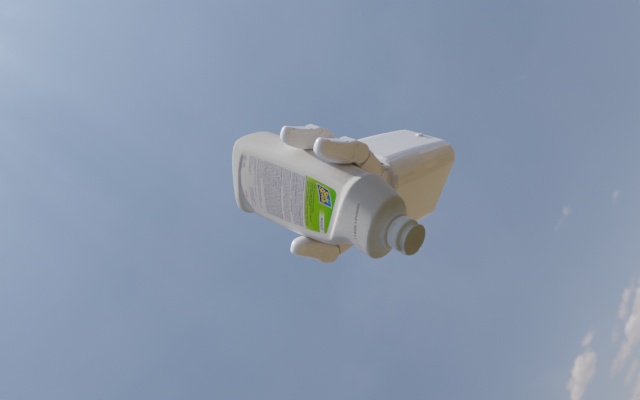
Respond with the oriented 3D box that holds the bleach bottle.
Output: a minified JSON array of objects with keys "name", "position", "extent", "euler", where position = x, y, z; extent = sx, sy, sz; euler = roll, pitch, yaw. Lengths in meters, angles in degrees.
[{"name":"bleach bottle","position":[0.000,0.002,0.495],"extent":[0.068,0.103,0.250],"euler":[-21,32,-35]}]
